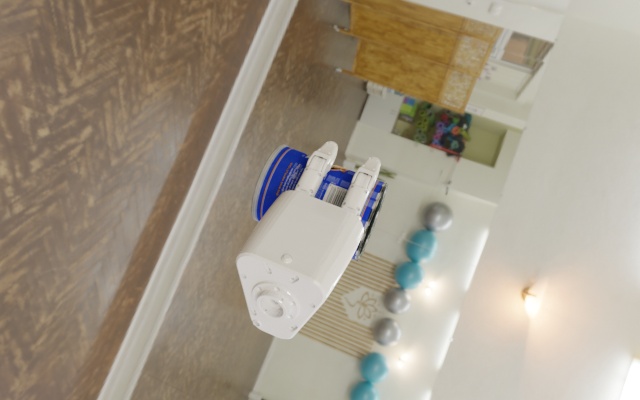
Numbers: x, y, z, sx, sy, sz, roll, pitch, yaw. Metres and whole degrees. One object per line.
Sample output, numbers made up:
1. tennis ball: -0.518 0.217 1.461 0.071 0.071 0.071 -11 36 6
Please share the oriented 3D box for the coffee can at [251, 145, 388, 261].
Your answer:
1. coffee can: 0.000 0.002 0.592 0.140 0.103 0.103 21 4 10
